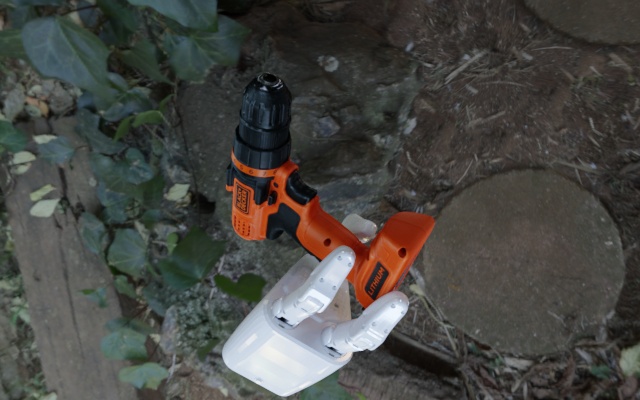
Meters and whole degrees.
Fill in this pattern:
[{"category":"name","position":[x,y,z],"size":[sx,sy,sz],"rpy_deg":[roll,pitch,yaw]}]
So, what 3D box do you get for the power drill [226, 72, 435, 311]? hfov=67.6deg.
[{"category":"power drill","position":[0.000,0.002,0.417],"size":[0.187,0.185,0.057],"rpy_deg":[33,50,18]}]
